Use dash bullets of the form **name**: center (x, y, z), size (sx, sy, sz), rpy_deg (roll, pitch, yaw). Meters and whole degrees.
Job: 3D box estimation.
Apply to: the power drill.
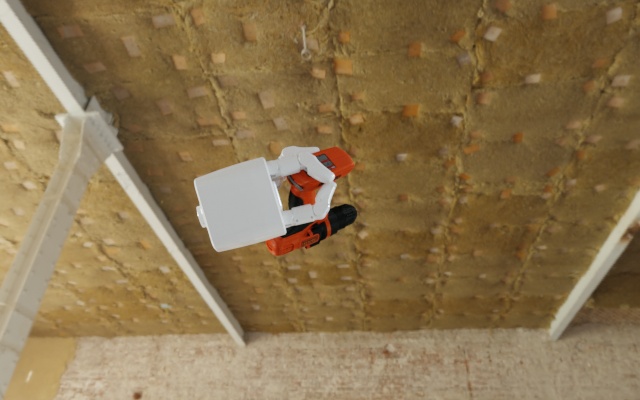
- **power drill**: center (0.000, 0.002, 0.796), size (0.184, 0.188, 0.057), rpy_deg (-22, 54, -30)
